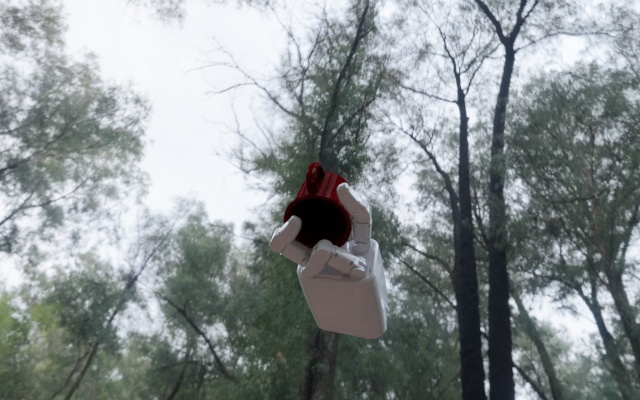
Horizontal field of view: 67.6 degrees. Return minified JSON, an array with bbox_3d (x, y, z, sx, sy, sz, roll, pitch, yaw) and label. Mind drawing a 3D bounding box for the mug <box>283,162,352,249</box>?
[{"bbox_3d":[0.000,0.001,0.665,0.093,0.117,0.081,-6,29,16],"label":"mug"}]
